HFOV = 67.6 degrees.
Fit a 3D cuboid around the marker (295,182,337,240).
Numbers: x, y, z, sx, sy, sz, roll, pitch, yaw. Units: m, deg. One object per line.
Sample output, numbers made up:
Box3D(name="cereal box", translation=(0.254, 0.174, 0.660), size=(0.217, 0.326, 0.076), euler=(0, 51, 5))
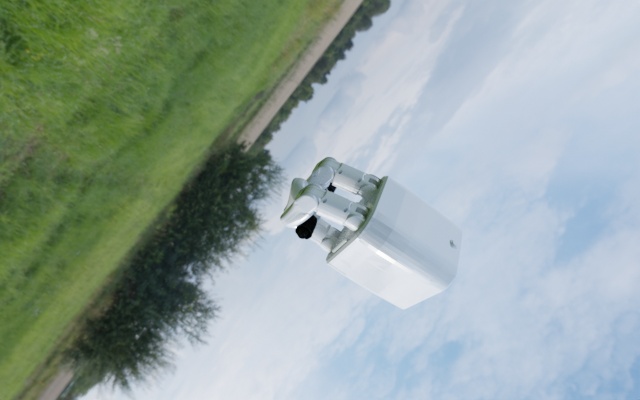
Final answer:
Box3D(name="marker", translation=(0.000, 0.002, 0.535), size=(0.020, 0.020, 0.121), euler=(0, 35, 23))
